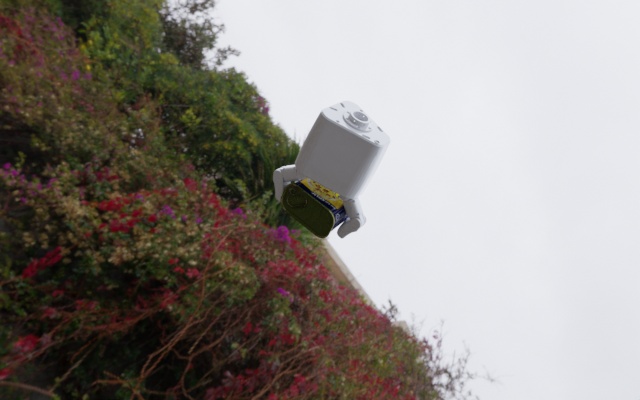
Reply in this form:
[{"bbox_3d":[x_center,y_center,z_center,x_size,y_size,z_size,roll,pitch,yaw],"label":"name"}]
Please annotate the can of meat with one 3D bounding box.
[{"bbox_3d":[0.000,0.003,0.788,0.102,0.057,0.084,37,38,16],"label":"can of meat"}]
